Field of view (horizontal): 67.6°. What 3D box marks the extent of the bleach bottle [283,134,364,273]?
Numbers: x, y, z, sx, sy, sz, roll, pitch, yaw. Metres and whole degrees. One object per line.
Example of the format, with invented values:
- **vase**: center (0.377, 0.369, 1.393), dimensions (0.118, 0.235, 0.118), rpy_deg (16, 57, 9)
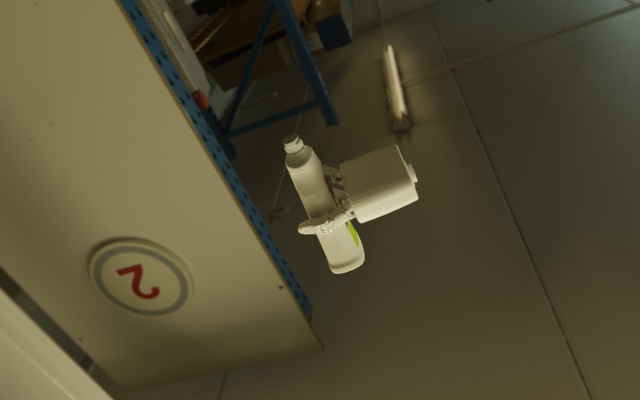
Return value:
- **bleach bottle**: center (0.000, 0.003, 0.827), dimensions (0.068, 0.251, 0.102), rpy_deg (-22, 30, 8)
